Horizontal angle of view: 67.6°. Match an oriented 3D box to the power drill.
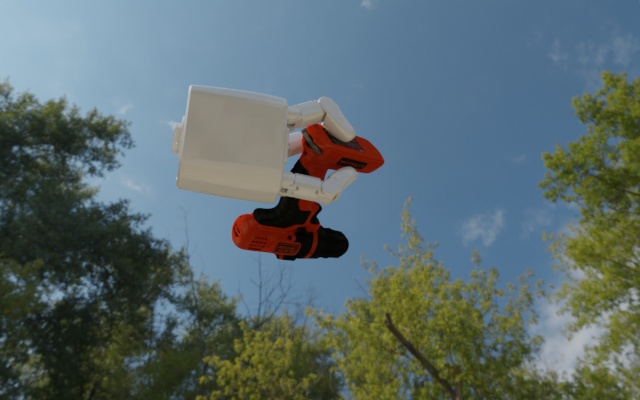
[{"bbox_3d":[0.000,0.002,0.617,0.184,0.188,0.057,10,33,-40],"label":"power drill"}]
